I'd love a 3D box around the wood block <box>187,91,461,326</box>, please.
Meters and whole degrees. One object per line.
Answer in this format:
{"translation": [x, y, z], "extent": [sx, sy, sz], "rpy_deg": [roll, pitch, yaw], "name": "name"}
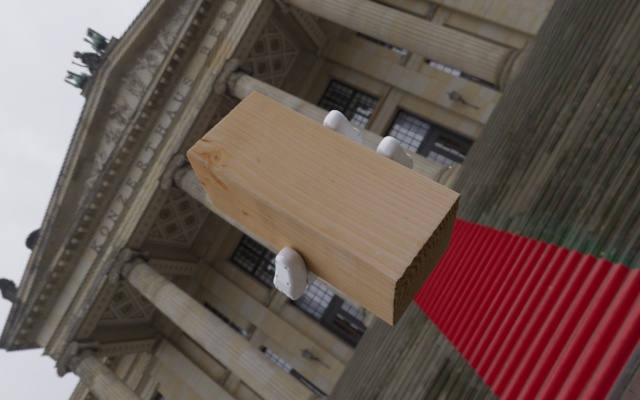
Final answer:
{"translation": [0.000, 0.002, 0.407], "extent": [0.206, 0.090, 0.090], "rpy_deg": [30, -25, 24], "name": "wood block"}
